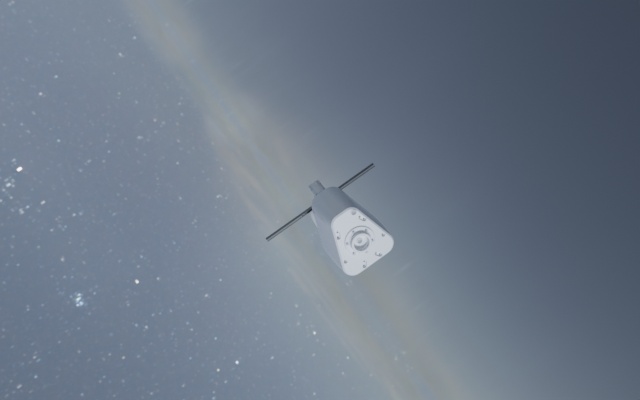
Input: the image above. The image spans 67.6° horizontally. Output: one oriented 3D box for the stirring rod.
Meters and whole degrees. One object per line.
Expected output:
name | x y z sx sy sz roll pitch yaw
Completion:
stirring rod | 0.000 0.003 0.877 0.239 0.011 0.011 -35 2 -3
